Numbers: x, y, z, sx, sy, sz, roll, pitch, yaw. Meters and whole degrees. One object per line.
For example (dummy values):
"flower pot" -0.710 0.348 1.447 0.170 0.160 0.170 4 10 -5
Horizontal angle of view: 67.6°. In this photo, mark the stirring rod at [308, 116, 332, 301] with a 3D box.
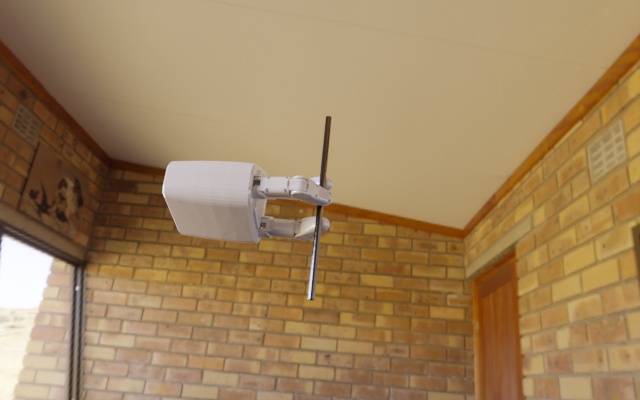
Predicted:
"stirring rod" 0.000 0.002 0.589 0.011 0.239 0.011 5 -21 2
